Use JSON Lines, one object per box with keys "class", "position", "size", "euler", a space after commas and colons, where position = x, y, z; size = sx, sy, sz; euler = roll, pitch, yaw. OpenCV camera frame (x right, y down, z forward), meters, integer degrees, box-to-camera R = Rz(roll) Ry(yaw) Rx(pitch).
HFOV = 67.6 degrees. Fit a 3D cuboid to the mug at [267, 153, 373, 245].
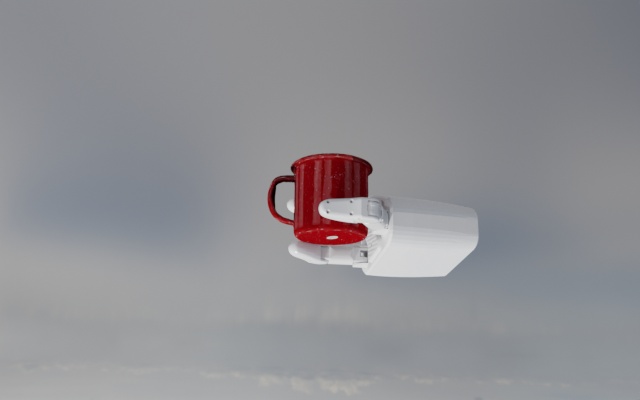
{"class": "mug", "position": [-0.001, 0.002, 0.526], "size": [0.117, 0.081, 0.093], "euler": [4, -17, -10]}
